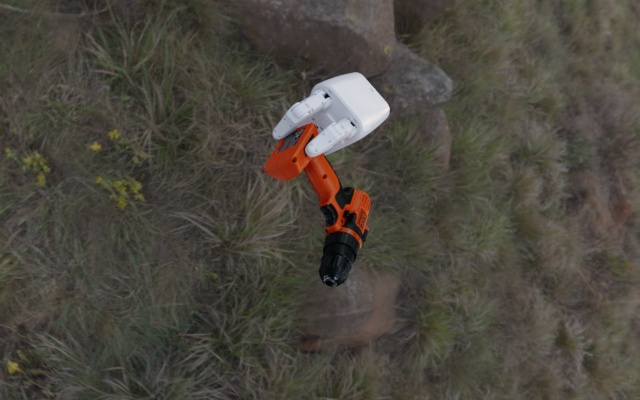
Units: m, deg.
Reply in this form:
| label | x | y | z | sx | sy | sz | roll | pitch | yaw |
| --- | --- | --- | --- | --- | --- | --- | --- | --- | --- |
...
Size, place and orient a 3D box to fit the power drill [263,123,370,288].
| label | x | y | z | sx | sy | sz | roll | pitch | yaw |
| --- | --- | --- | --- | --- | --- | --- | --- | --- | --- |
| power drill | 0.000 | 0.002 | 0.663 | 0.057 | 0.188 | 0.184 | -18 | 30 | 28 |
